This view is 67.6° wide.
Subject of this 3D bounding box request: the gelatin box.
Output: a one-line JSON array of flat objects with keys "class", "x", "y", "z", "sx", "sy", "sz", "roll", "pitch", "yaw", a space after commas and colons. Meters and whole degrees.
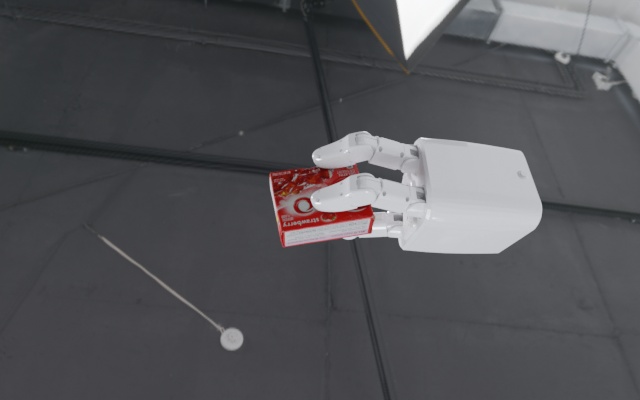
[{"class": "gelatin box", "x": 0.000, "y": 0.002, "z": 0.460, "sx": 0.089, "sy": 0.073, "sz": 0.030, "roll": -9, "pitch": -38, "yaw": -8}]
